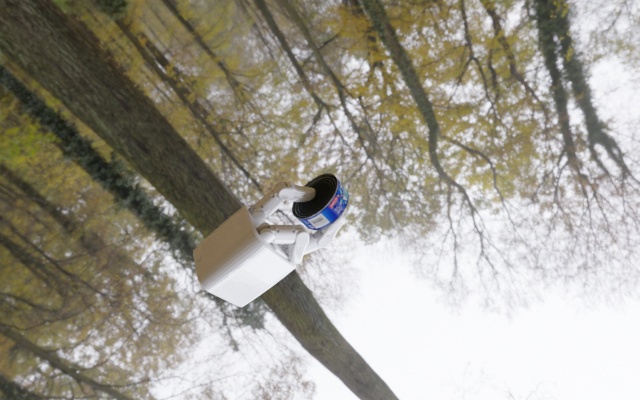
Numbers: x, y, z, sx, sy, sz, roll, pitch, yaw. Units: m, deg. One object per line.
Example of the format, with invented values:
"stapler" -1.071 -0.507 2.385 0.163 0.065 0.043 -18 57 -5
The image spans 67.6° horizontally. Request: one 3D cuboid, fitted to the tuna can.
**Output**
"tuna can" 0.001 0.003 0.719 0.086 0.086 0.034 0 -38 49
